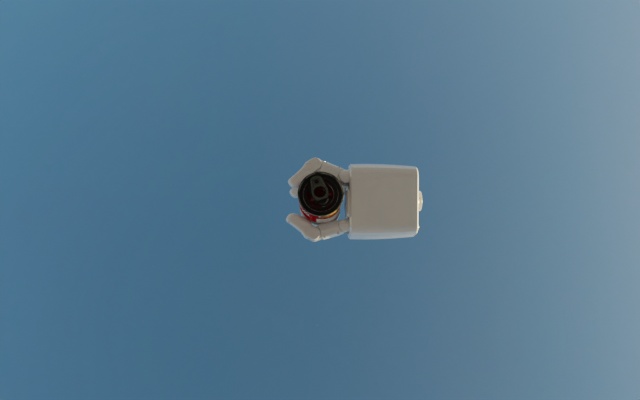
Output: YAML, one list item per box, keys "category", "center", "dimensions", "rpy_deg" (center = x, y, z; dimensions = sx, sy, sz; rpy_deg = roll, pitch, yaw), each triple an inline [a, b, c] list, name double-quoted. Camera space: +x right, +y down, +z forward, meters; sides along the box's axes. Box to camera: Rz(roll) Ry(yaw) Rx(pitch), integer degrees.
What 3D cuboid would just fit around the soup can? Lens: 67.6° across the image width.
- category: "soup can"
  center: [0.000, 0.003, 0.743]
  dimensions: [0.068, 0.068, 0.102]
  rpy_deg: [0, -15, 0]
